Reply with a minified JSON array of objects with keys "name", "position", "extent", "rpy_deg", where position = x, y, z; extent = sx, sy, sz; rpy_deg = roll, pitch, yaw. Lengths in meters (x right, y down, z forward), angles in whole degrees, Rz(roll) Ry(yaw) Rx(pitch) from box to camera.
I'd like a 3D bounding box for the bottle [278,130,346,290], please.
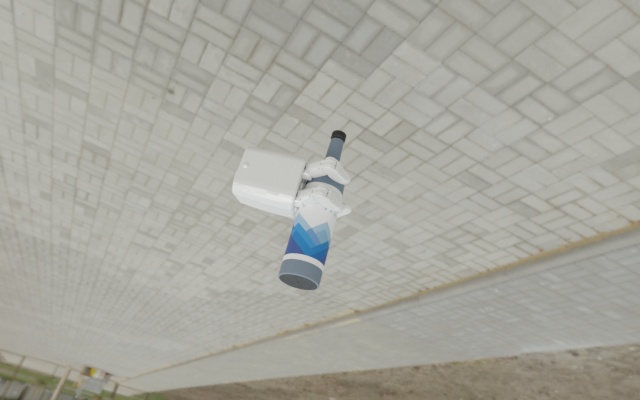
[{"name":"bottle","position":[0.000,0.003,0.812],"extent":[0.069,0.295,0.069],"rpy_deg":[12,-29,7]}]
